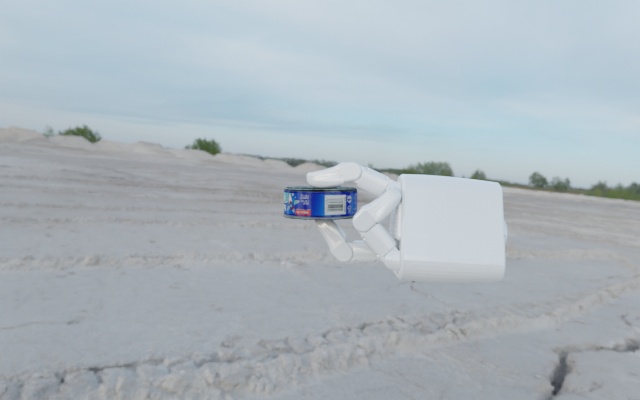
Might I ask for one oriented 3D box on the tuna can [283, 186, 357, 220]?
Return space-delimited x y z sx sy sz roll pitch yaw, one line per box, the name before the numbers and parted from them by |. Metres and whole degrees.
tuna can | 0.000 0.001 0.549 0.086 0.034 0.086 0 4 0
